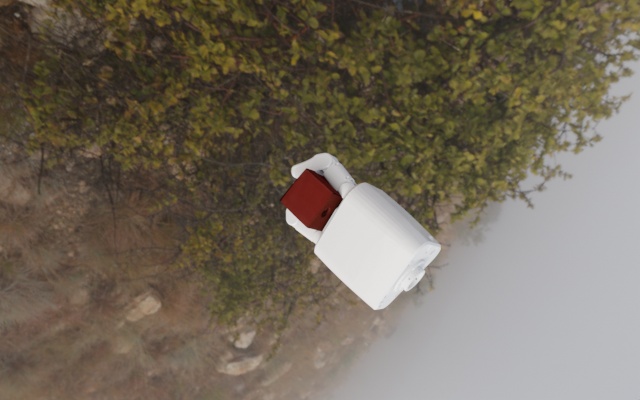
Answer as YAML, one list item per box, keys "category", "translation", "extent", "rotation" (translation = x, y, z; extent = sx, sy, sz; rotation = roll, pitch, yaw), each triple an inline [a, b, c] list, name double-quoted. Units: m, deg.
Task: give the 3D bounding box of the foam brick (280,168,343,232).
- category: "foam brick"
  translation: [0.000, 0.002, 0.584]
  extent: [0.051, 0.053, 0.078]
  rotation: [44, 12, 25]
